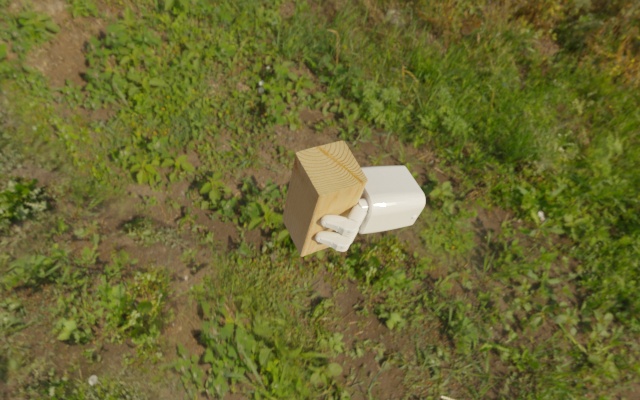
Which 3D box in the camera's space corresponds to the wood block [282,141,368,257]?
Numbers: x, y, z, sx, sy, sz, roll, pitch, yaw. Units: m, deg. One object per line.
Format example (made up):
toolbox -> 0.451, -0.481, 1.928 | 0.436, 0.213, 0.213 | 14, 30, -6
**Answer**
wood block -> 0.000, 0.002, 0.833 | 0.090, 0.090, 0.206 | -17, -28, -22
